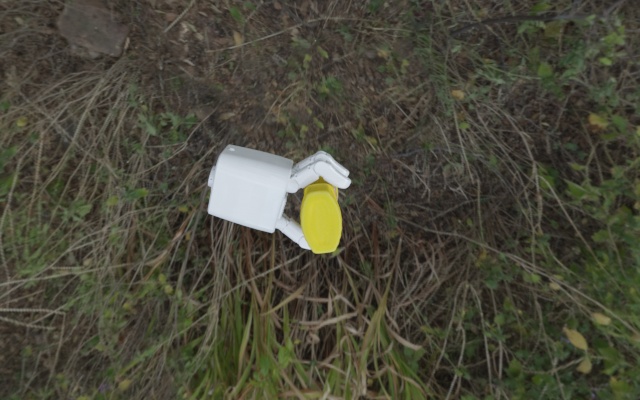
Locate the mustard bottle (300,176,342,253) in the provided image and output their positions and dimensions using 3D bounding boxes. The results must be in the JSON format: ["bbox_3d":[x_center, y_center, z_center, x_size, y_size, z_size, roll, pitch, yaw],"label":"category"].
[{"bbox_3d":[0.000,0.003,0.751,0.058,0.096,0.191,-8,18,2],"label":"mustard bottle"}]
